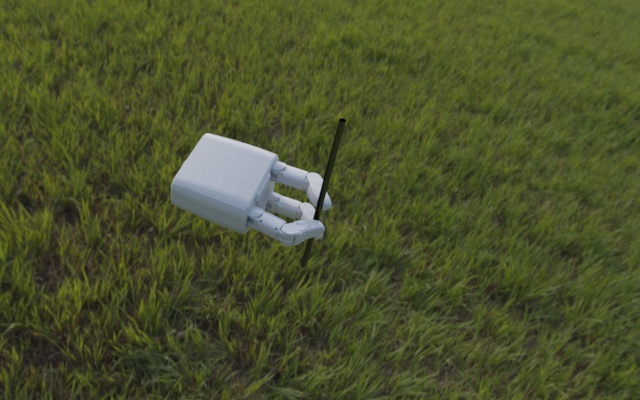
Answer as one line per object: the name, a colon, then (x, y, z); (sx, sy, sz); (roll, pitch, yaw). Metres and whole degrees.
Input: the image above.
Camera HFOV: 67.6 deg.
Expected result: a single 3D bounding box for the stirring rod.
stirring rod: (0.000, 0.002, 0.598); (0.011, 0.240, 0.011); (9, 40, -7)
